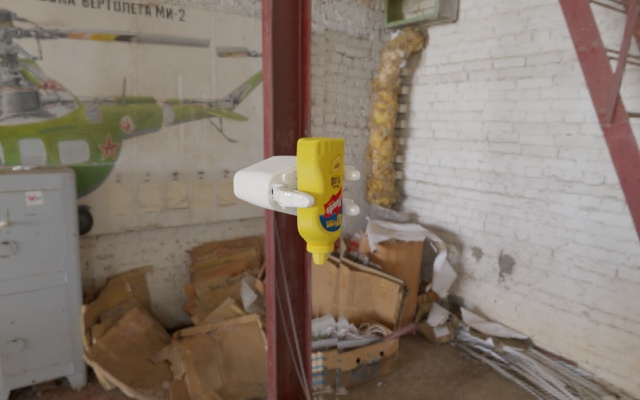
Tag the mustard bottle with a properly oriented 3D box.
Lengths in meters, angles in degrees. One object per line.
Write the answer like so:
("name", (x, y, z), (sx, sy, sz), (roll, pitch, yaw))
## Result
("mustard bottle", (0.000, 0.002, 0.720), (0.058, 0.191, 0.096), (6, 11, 25))
